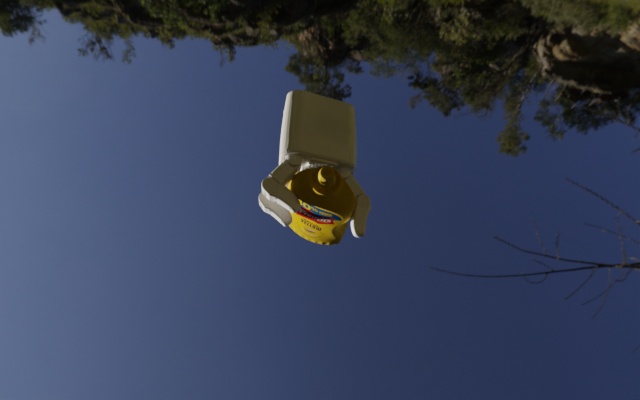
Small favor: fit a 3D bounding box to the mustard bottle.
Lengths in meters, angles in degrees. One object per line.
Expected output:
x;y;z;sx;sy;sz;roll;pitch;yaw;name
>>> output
0.000;0.003;0.673;0.096;0.058;0.192;26;-23;6;mustard bottle
